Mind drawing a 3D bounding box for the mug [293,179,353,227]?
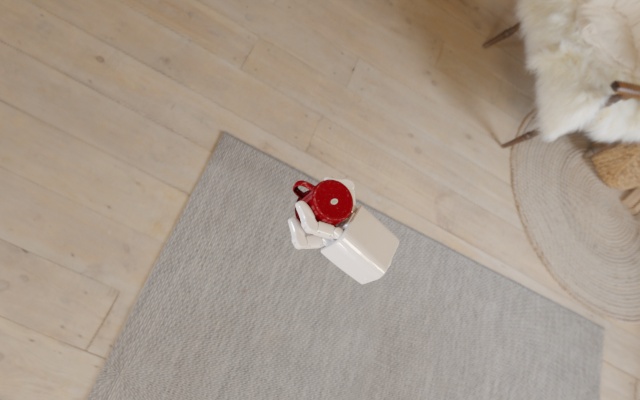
[{"bbox_3d":[-0.001,0.002,0.887,0.117,0.093,0.081,40,-29,-7],"label":"mug"}]
